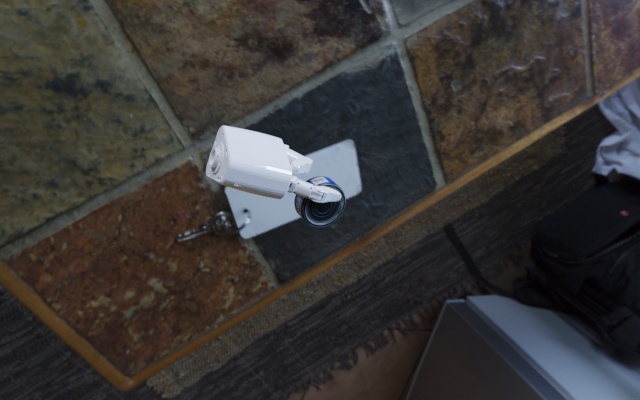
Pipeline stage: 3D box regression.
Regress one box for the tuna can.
[{"bbox_3d":[0.000,0.003,0.828,0.086,0.086,0.033,0,25,-29],"label":"tuna can"}]
